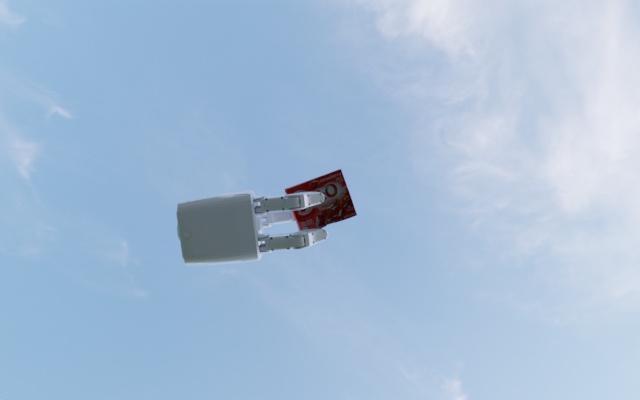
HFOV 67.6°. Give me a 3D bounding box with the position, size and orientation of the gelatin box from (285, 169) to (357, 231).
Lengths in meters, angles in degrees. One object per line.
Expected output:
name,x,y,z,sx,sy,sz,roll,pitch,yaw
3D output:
gelatin box,0.000,0.002,0.705,0.089,0.073,0.030,-20,4,-6
